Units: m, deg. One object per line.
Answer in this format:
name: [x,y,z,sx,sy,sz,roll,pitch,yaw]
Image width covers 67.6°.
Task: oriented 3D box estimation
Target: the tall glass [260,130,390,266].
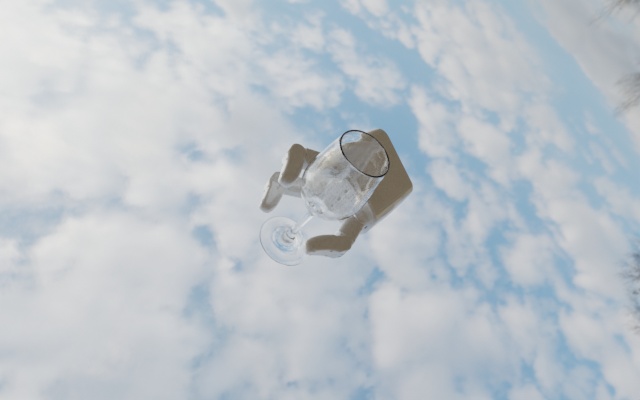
tall glass: [0.000,0.002,0.566,0.079,0.079,0.201,0,-31,-33]
